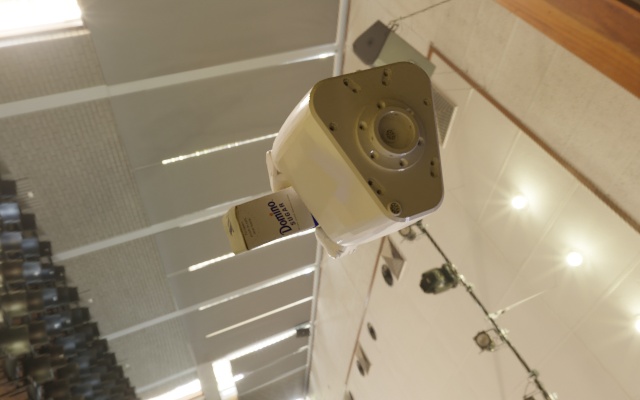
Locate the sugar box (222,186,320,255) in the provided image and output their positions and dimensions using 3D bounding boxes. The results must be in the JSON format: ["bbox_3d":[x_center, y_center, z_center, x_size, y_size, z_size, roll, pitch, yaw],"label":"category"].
[{"bbox_3d":[0.000,0.001,0.451,0.176,0.048,0.093,-17,-3,-19],"label":"sugar box"}]
